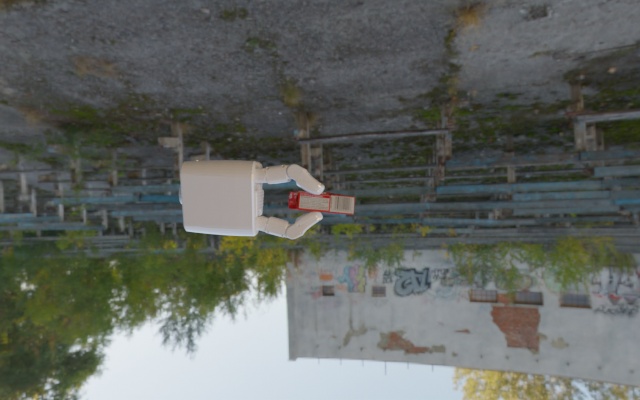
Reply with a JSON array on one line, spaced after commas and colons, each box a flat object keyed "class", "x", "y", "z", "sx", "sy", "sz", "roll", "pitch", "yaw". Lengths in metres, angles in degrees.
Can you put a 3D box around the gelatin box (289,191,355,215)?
[{"class": "gelatin box", "x": 0.000, "y": 0.003, "z": 0.729, "sx": 0.089, "sy": 0.030, "sz": 0.073, "roll": 5, "pitch": -1, "yaw": -12}]
